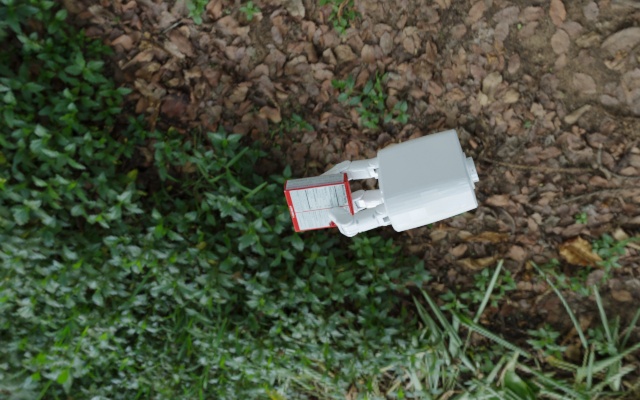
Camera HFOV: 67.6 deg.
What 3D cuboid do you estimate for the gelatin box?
[{"bbox_3d":[0.000,0.003,0.672,0.089,0.073,0.030,-8,35,8],"label":"gelatin box"}]
